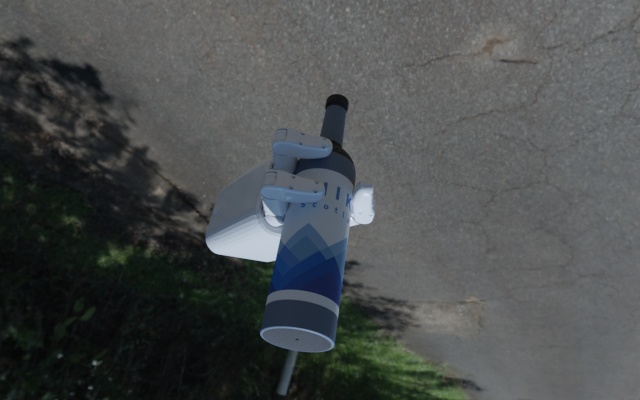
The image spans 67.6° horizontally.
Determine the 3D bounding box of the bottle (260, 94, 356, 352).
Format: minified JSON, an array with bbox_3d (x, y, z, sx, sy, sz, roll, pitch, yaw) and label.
[{"bbox_3d":[0.000,0.002,0.499,0.069,0.295,0.069,7,-33,4],"label":"bottle"}]
